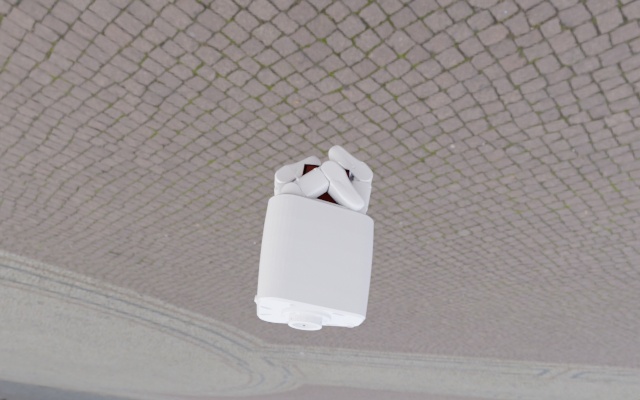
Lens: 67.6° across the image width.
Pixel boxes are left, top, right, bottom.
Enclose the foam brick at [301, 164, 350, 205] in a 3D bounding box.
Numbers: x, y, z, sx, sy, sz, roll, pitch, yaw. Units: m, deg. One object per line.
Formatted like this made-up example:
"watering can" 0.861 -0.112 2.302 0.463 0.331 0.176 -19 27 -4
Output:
"foam brick" 0.000 0.002 0.540 0.053 0.051 0.078 8 -27 -3
